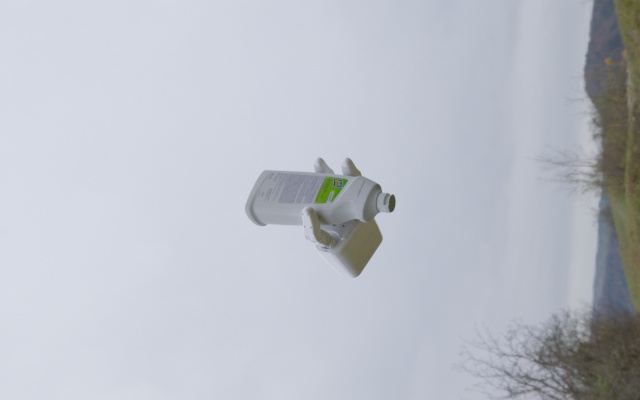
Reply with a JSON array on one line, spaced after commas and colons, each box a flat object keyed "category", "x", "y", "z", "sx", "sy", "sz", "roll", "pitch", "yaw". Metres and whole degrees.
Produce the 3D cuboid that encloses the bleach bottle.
[{"category": "bleach bottle", "x": 0.000, "y": 0.002, "z": 0.791, "sx": 0.251, "sy": 0.102, "sz": 0.068, "roll": 5, "pitch": -30, "yaw": 31}]
